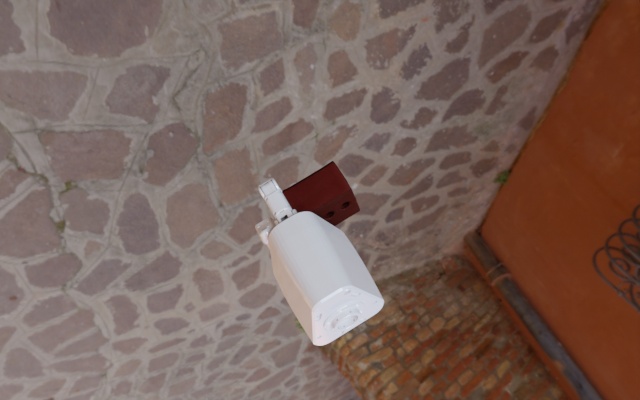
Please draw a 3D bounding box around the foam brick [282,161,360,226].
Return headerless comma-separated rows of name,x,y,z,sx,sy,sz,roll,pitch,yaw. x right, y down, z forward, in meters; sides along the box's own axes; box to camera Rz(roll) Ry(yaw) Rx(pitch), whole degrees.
foam brick,0.000,0.002,0.578,0.078,0.051,0.053,-32,-37,-3
